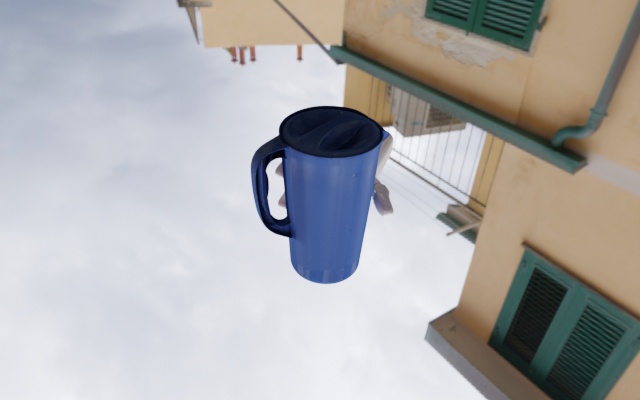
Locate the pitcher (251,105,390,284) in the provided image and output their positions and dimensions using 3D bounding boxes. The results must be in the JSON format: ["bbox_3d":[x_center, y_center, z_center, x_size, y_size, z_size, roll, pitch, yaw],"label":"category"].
[{"bbox_3d":[0.000,0.002,0.669,0.149,0.243,0.145,15,39,16],"label":"pitcher"}]
